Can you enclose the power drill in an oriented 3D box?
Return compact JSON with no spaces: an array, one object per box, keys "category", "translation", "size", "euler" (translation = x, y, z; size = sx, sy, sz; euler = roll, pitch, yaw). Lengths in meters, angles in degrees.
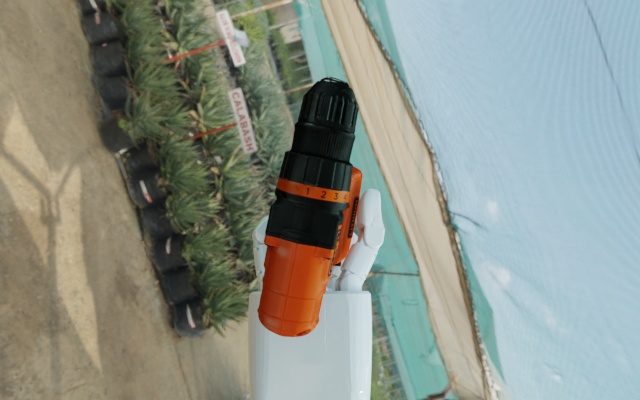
[{"category":"power drill","translation":[0.000,0.002,0.406],"size":[0.057,0.184,0.187],"euler":[14,5,8]}]
